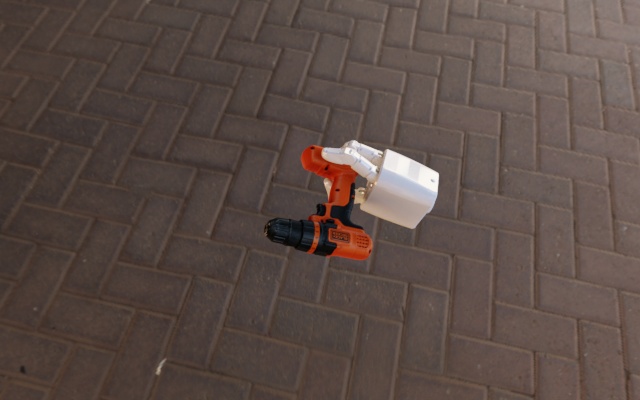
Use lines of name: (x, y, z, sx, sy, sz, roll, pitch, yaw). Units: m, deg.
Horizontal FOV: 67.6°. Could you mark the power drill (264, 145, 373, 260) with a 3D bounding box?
power drill: (0.000, 0.002, 0.808, 0.184, 0.187, 0.057, 14, -28, -21)
